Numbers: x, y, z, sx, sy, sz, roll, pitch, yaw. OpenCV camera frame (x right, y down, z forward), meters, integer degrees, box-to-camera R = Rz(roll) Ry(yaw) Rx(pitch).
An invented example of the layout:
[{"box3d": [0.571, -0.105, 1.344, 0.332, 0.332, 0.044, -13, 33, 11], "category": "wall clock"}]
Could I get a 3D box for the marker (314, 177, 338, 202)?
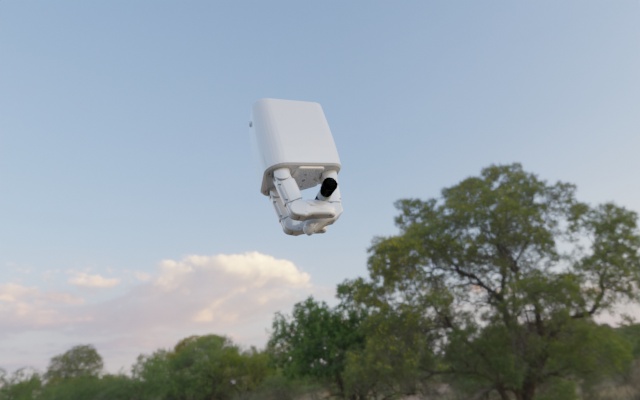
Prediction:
[{"box3d": [0.000, 0.002, 0.627, 0.020, 0.020, 0.121, 0, -24, -13], "category": "marker"}]
